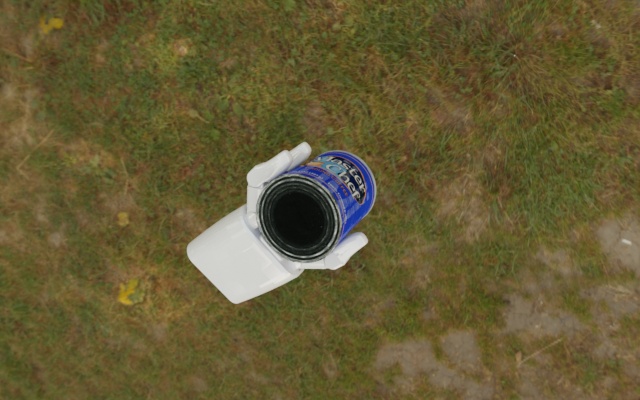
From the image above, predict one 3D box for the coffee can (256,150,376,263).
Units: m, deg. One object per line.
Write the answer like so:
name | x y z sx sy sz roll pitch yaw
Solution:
coffee can | 0.000 0.002 0.579 0.103 0.103 0.140 0 16 22
